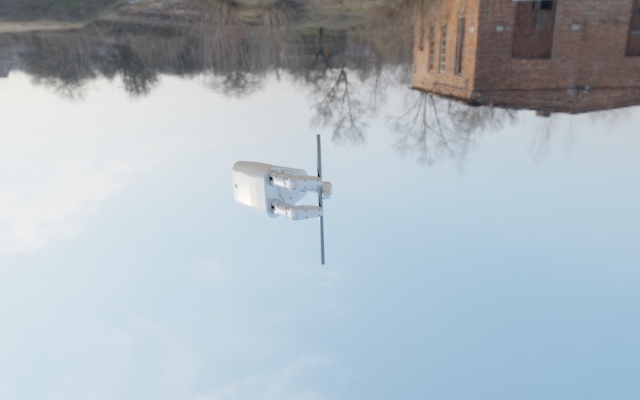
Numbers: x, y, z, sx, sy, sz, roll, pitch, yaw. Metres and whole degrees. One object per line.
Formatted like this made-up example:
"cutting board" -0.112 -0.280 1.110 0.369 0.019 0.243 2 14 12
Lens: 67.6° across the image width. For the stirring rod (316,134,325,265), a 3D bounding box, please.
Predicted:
"stirring rod" 0.000 0.003 0.847 0.011 0.239 0.011 -2 18 1
